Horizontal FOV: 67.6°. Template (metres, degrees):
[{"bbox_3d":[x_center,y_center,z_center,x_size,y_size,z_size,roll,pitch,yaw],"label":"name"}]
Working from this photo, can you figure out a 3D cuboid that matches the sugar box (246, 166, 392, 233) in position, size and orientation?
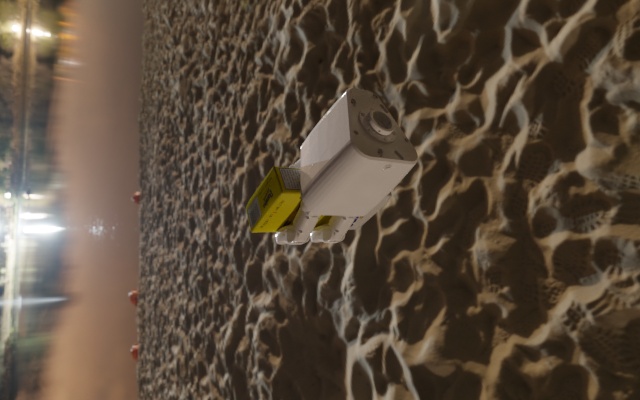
[{"bbox_3d":[0.000,0.002,0.628,0.176,0.048,0.093,3,-35,-34],"label":"sugar box"}]
